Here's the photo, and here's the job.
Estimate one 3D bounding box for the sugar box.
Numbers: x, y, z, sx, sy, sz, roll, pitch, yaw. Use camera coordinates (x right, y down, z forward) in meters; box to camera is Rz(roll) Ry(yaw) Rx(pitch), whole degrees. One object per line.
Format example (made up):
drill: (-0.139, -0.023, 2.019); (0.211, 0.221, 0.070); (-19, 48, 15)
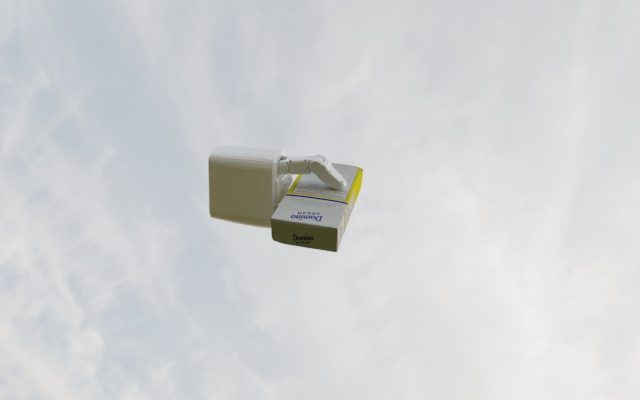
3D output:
sugar box: (0.000, 0.003, 0.688); (0.093, 0.048, 0.176); (9, 35, 13)
